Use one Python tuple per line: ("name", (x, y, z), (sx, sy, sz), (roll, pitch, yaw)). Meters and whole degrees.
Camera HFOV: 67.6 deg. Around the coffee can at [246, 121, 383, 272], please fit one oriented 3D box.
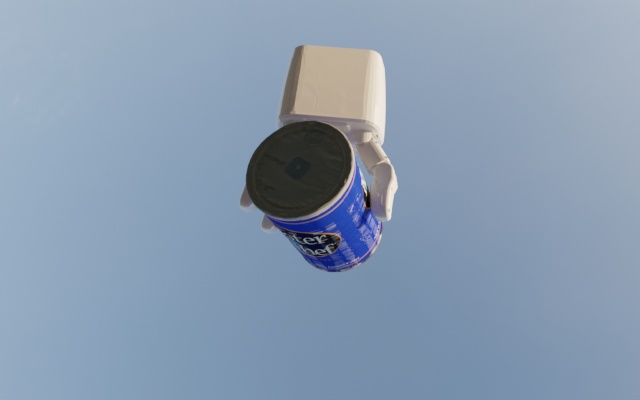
("coffee can", (0.000, 0.002, 0.485), (0.103, 0.102, 0.140), (0, -27, 19))
